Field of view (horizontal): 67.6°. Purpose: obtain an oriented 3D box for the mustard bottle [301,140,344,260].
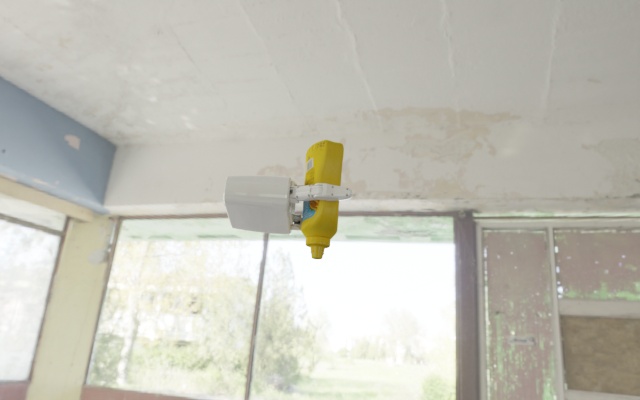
[{"bbox_3d":[0.000,0.002,0.796,0.058,0.191,0.096,11,-18,-21],"label":"mustard bottle"}]
